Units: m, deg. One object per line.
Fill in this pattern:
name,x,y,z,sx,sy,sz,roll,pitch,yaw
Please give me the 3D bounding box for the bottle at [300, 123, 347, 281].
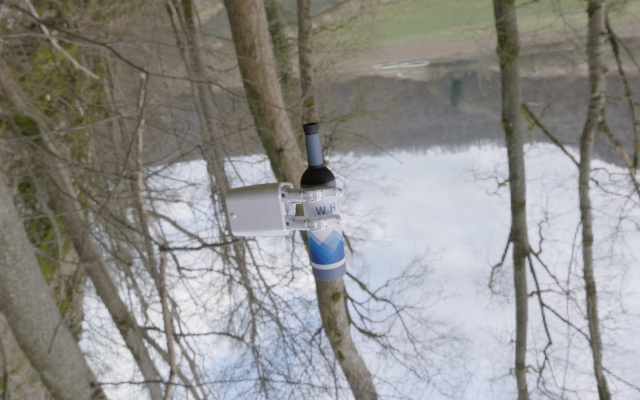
bottle,0.000,0.003,0.893,0.069,0.296,0.069,-7,18,2
